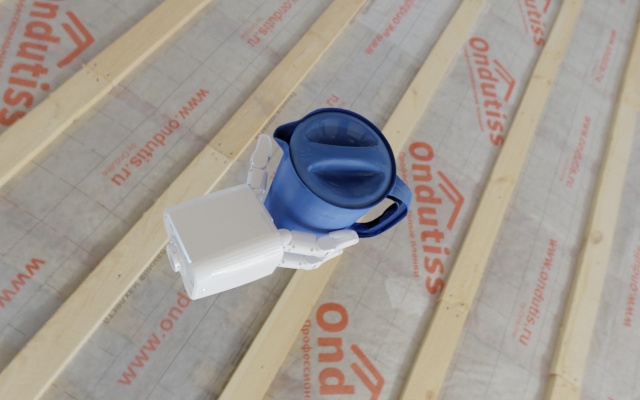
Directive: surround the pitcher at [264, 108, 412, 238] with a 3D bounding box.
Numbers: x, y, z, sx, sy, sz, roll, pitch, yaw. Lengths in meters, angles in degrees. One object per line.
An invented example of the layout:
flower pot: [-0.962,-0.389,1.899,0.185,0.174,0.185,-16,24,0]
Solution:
pitcher: [0.000,0.002,0.641,0.145,0.149,0.243,-18,-17,-27]
